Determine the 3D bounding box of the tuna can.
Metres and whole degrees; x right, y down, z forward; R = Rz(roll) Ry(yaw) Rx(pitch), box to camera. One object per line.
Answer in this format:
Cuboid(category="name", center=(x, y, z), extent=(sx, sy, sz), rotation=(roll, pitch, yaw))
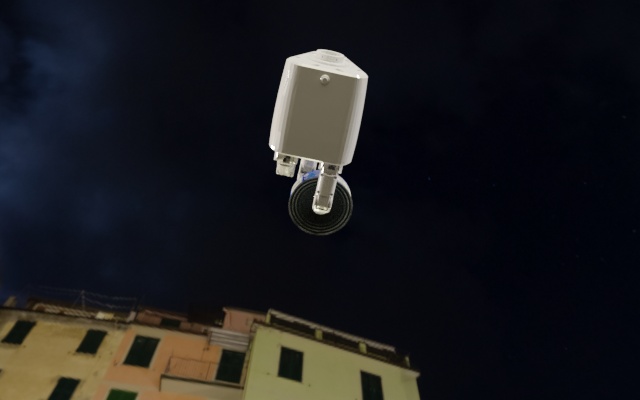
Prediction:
Cuboid(category="tuna can", center=(0.000, 0.002, 0.653), extent=(0.086, 0.086, 0.033), rotation=(0, 24, 0))
